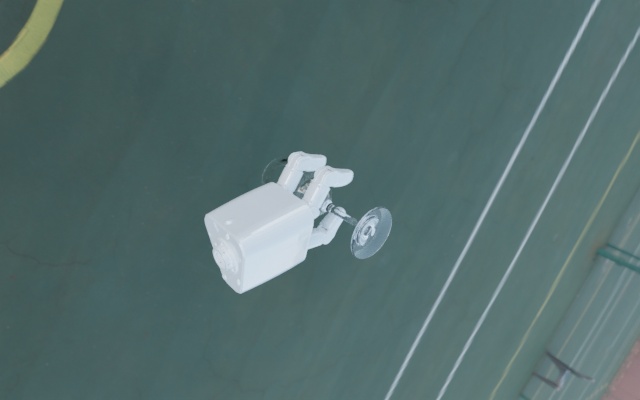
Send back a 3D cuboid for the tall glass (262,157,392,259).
[{"bbox_3d":[0.001,0.002,0.671,0.079,0.079,0.201,0,24,-46],"label":"tall glass"}]
